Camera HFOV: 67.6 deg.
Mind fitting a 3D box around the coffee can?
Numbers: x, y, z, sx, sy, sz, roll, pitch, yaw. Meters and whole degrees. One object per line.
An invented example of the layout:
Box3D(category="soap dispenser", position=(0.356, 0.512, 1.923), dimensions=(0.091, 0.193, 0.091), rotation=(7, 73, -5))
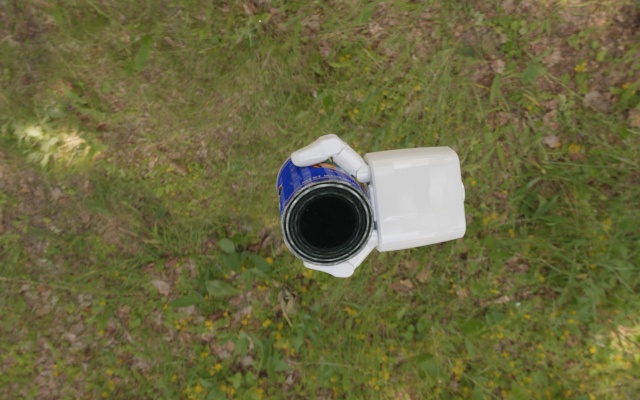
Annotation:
Box3D(category="coffee can", position=(0.000, 0.002, 0.579), dimensions=(0.103, 0.103, 0.140), rotation=(0, 20, -7))
